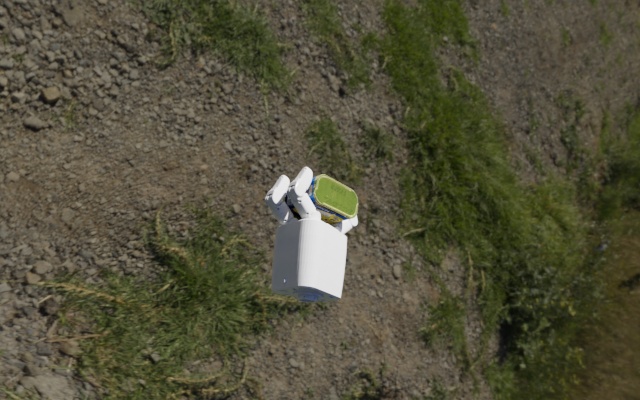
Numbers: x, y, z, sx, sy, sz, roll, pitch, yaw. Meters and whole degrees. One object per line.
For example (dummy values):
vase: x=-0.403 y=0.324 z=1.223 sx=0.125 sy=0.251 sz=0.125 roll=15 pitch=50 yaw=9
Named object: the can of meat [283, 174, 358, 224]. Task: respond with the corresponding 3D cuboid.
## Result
can of meat: x=0.000 y=0.003 z=0.793 sx=0.102 sy=0.057 sz=0.084 roll=26 pitch=-29 yaw=-36
